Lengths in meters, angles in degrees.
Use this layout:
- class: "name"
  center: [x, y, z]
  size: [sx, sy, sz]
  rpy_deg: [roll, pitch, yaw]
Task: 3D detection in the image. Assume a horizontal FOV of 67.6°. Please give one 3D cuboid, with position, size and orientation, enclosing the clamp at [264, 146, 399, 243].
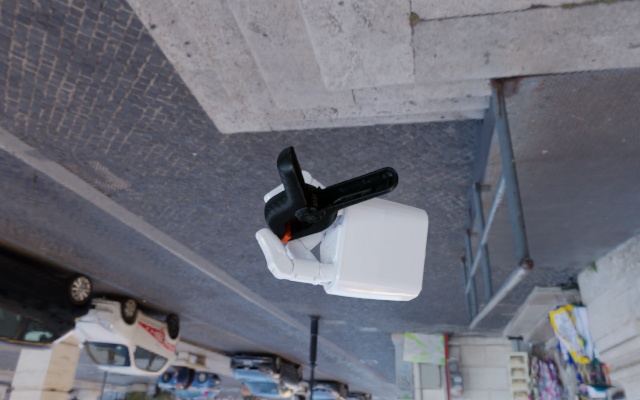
- class: "clamp"
  center: [0.000, 0.002, 0.495]
  size: [0.120, 0.039, 0.171]
  rpy_deg: [11, -27, -13]
